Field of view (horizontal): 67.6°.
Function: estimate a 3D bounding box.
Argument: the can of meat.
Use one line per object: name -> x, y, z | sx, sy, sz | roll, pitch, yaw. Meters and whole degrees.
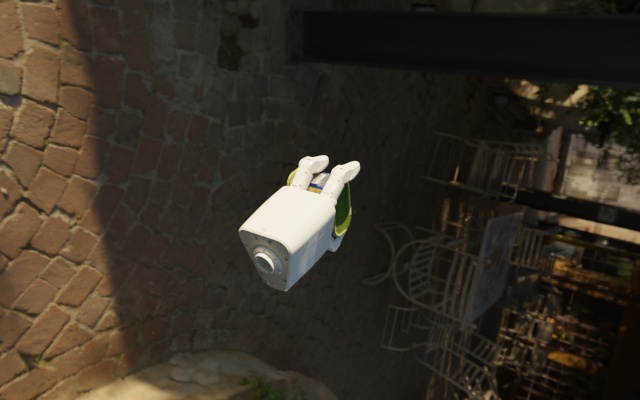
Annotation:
can of meat -> 0.000, 0.003, 0.766 | 0.084, 0.102, 0.057 | 15, 38, 31
